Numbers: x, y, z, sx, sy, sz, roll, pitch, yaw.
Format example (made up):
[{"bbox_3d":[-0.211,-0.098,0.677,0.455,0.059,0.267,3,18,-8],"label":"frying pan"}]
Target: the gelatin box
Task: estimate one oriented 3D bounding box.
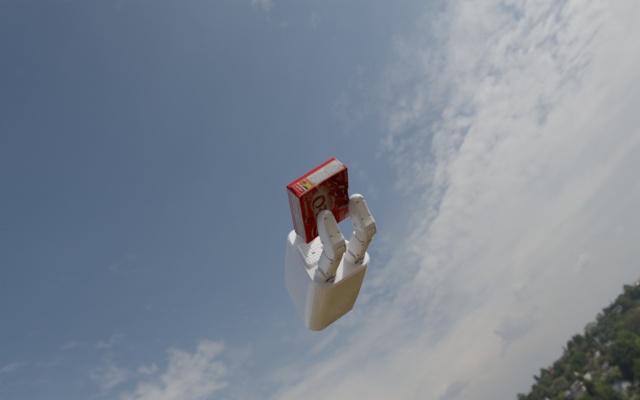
[{"bbox_3d":[0.000,0.001,0.588,0.073,0.089,0.030,-32,51,-22],"label":"gelatin box"}]
